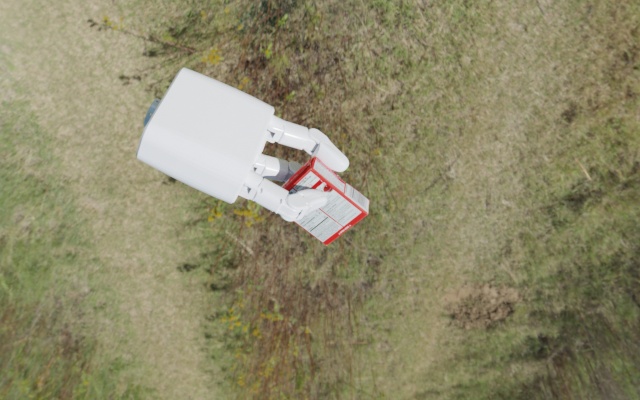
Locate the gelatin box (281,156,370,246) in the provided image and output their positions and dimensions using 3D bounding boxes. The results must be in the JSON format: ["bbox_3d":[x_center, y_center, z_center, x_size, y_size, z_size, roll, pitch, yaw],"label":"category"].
[{"bbox_3d":[0.000,0.002,0.551,0.089,0.030,0.073,38,-56,-17],"label":"gelatin box"}]
